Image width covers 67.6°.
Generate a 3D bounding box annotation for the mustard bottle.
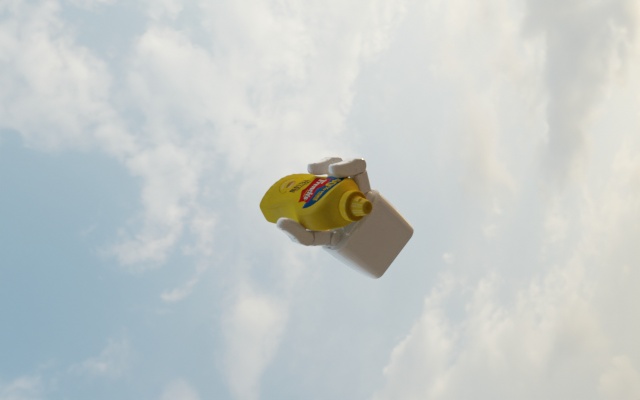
[{"bbox_3d":[0.000,0.002,0.678,0.096,0.058,0.191,-39,27,-30],"label":"mustard bottle"}]
